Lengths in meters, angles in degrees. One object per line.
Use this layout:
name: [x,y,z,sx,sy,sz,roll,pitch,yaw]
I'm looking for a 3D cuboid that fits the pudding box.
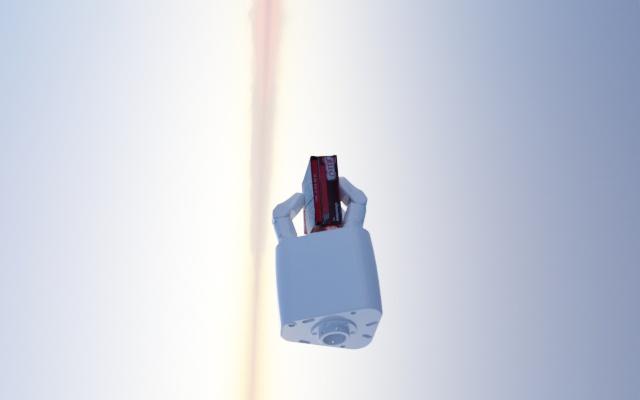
pudding box: [0.000,0.002,0.612,0.039,0.090,0.113,0,-16,-10]
